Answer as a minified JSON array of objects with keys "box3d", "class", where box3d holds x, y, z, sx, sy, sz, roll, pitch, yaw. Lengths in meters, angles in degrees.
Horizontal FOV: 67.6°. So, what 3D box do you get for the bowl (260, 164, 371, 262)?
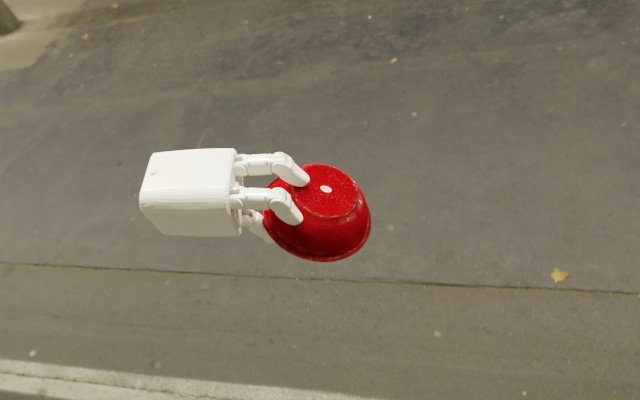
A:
[{"box3d":[0.001,0.002,0.656,0.162,0.162,0.055,0,-38,-17],"class":"bowl"}]
